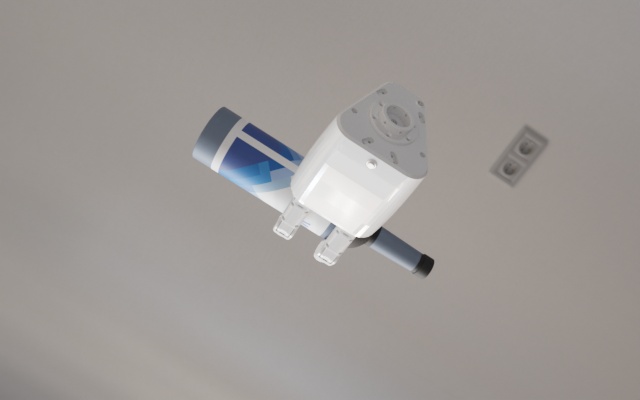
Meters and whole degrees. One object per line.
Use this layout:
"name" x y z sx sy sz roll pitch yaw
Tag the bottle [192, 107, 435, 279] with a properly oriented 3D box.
"bottle" 0.000 0.002 0.542 0.296 0.069 0.069 32 -3 -4
